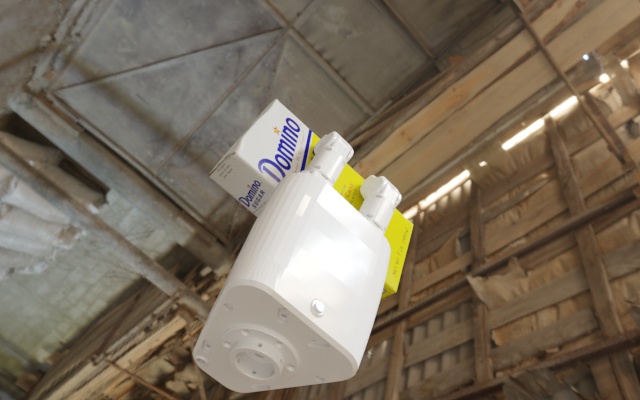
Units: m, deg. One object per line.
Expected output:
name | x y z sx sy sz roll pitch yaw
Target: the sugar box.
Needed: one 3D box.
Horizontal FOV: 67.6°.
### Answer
sugar box | 0.000 0.001 0.415 0.048 0.176 0.093 -35 19 38
